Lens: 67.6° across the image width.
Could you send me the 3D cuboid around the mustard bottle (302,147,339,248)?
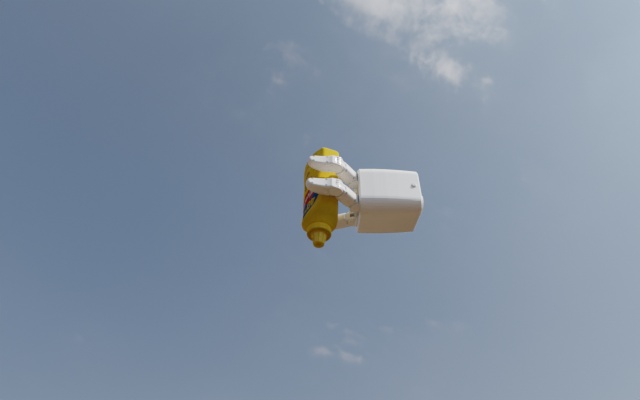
[{"bbox_3d":[0.000,0.002,0.833,0.058,0.191,0.096,17,-46,-16],"label":"mustard bottle"}]
